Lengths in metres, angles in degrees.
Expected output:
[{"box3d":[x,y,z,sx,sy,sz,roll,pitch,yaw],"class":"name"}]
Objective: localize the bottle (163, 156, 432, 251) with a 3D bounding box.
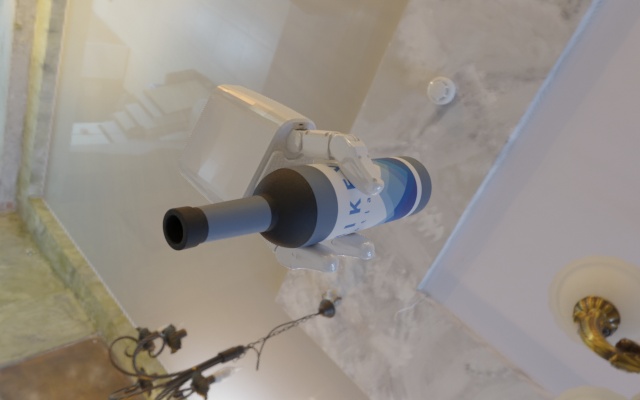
[{"box3d":[0.000,0.001,0.415,0.069,0.069,0.295,0,7,39],"class":"bottle"}]
